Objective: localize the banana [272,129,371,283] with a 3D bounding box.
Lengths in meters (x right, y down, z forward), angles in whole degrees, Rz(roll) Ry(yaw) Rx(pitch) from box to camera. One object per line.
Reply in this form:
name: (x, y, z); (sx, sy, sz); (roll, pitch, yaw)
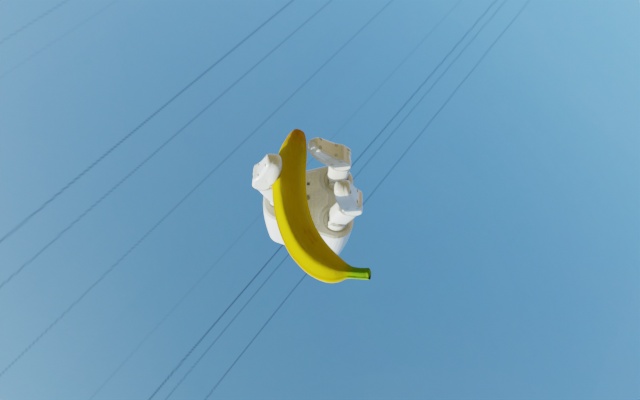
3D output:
banana: (-0.016, 0.012, 0.513); (0.069, 0.197, 0.037); (-23, -25, -4)
